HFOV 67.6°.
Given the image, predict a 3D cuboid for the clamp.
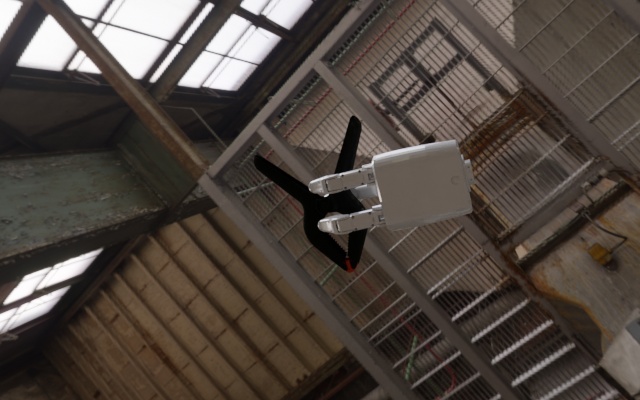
[{"bbox_3d":[0.001,0.003,0.675,0.164,0.210,0.036,-12,6,18],"label":"clamp"}]
